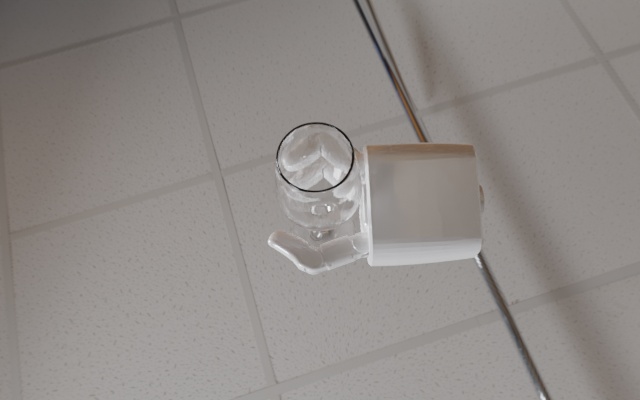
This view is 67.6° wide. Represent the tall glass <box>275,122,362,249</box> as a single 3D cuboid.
[{"bbox_3d":[0.000,0.002,0.463,0.079,0.079,0.201,0,-21,3],"label":"tall glass"}]
